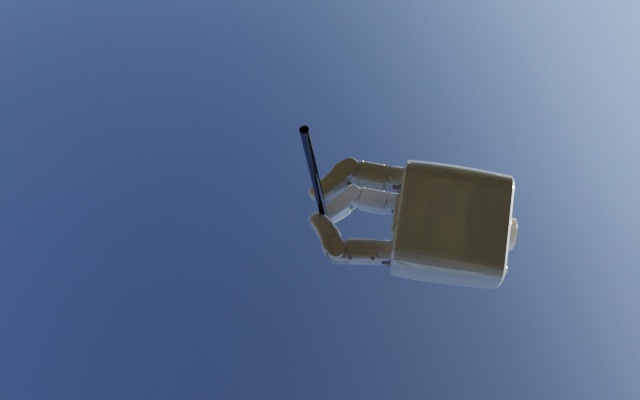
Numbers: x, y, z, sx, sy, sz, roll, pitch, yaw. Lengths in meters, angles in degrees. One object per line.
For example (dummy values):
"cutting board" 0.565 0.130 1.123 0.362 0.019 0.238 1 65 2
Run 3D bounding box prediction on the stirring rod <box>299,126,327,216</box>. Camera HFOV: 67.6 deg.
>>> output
"stirring rod" 0.000 0.002 0.482 0.011 0.011 0.240 0 -29 7
